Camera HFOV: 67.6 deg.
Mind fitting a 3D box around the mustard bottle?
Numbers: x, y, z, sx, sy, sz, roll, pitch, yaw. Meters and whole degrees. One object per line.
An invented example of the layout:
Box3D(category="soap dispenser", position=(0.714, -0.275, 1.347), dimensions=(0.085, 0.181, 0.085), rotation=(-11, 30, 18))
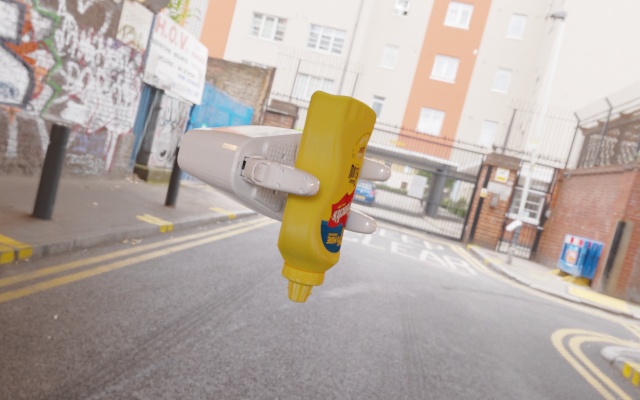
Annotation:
Box3D(category="mustard bottle", position=(0.000, 0.001, 0.447), dimensions=(0.058, 0.191, 0.096), rotation=(16, 4, 16))
